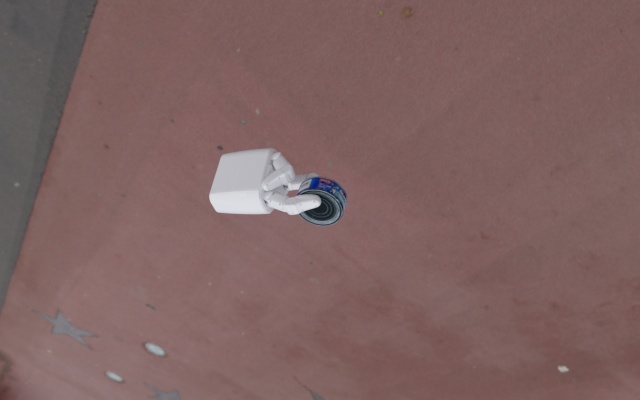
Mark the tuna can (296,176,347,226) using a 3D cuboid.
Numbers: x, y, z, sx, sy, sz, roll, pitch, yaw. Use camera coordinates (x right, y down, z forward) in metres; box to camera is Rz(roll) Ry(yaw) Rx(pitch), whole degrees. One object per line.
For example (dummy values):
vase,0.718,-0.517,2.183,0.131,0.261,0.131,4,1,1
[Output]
tuna can,0.000,0.003,0.807,0.086,0.086,0.033,0,41,18
